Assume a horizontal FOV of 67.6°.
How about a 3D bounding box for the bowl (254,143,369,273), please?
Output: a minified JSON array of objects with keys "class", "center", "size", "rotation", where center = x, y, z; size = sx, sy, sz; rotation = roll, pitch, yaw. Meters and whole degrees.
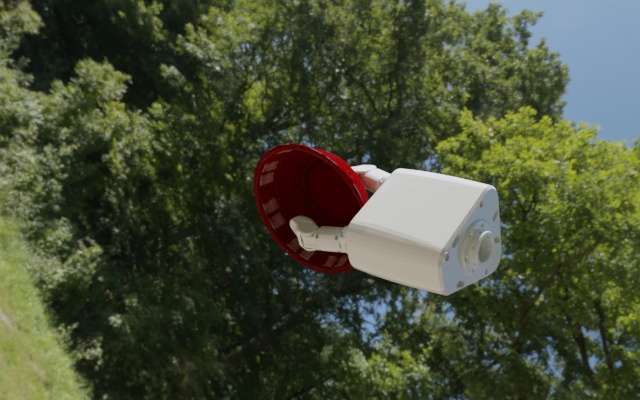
[{"class":"bowl","center":[-0.001,0.001,0.551],"size":[0.162,0.162,0.055],"rotation":[0,26,40]}]
